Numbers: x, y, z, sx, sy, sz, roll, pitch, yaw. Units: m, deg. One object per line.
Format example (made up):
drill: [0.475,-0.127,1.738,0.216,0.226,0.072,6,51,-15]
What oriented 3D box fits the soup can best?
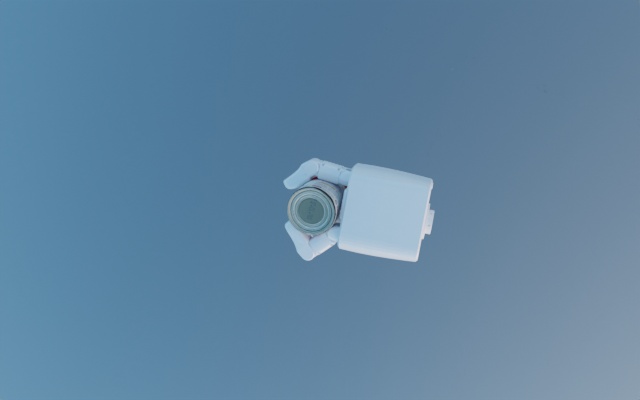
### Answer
soup can: [0.000,0.002,0.662,0.068,0.068,0.102,0,15,15]
